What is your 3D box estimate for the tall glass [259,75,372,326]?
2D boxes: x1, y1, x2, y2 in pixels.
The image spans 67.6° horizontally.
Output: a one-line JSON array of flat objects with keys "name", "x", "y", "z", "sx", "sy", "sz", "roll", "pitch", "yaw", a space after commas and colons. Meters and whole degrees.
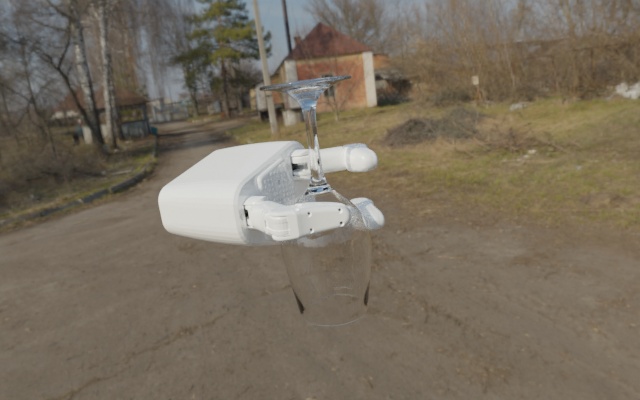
[{"name": "tall glass", "x": 0.000, "y": 0.001, "z": 0.404, "sx": 0.079, "sy": 0.201, "sz": 0.079, "roll": -7, "pitch": 13, "yaw": 2}]
